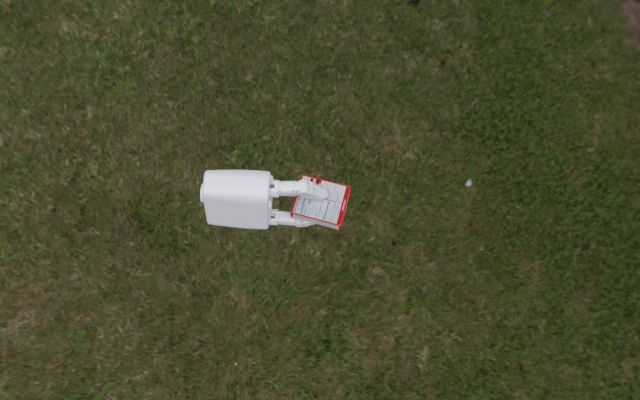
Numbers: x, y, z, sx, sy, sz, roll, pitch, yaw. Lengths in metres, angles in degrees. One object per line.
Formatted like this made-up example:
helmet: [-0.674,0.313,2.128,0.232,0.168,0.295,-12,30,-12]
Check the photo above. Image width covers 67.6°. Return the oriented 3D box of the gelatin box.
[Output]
gelatin box: [0.000,0.003,0.813,0.089,0.073,0.030,14,-19,4]
